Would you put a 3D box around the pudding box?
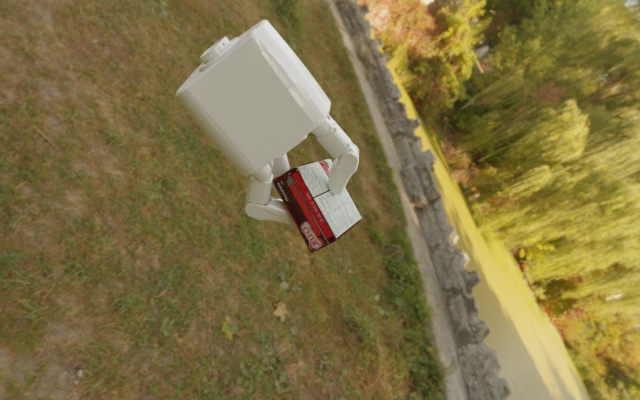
[{"bbox_3d":[0.000,0.002,0.545,0.039,0.090,0.113,-28,-1,23],"label":"pudding box"}]
